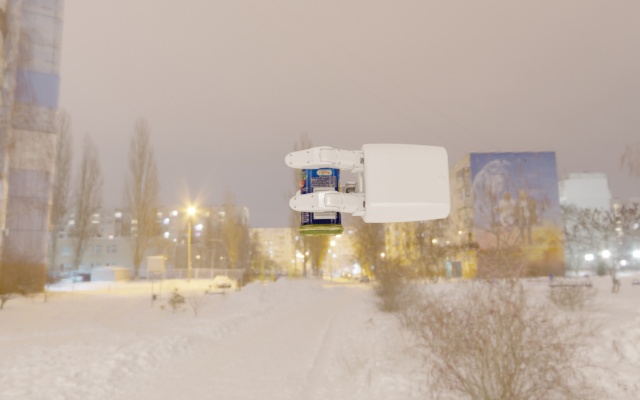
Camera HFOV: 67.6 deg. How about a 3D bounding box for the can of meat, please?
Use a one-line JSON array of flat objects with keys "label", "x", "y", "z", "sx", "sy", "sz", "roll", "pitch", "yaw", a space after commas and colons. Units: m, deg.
[{"label": "can of meat", "x": 0.000, "y": 0.002, "z": 0.633, "sx": 0.057, "sy": 0.084, "sz": 0.102, "roll": -1, "pitch": -9, "yaw": 0}]
